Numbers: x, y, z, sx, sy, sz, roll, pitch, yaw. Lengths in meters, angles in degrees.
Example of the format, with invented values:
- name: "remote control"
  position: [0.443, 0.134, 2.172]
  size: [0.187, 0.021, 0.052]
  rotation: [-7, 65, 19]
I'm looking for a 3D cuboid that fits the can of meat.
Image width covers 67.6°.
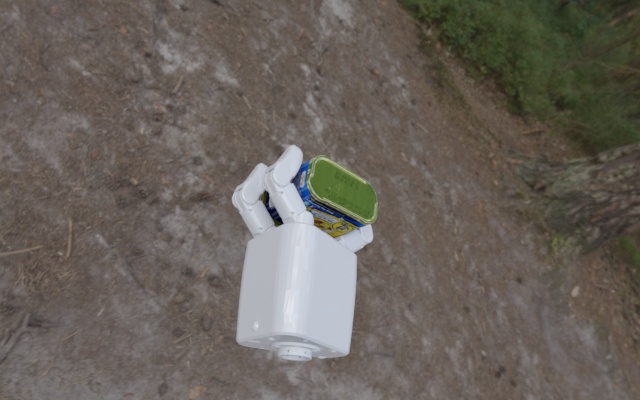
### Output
- name: "can of meat"
  position: [0.000, 0.002, 0.523]
  size: [0.102, 0.057, 0.084]
  rotation: [27, -34, -32]
